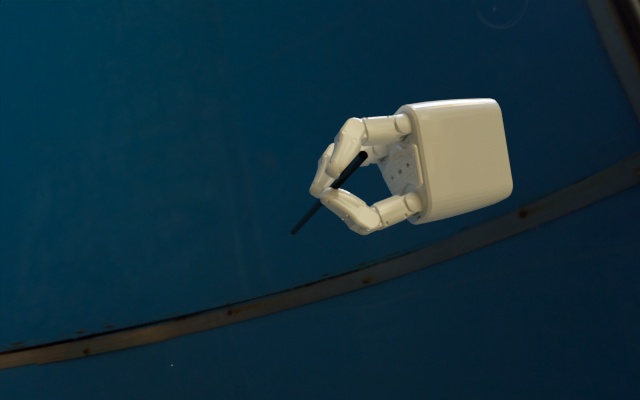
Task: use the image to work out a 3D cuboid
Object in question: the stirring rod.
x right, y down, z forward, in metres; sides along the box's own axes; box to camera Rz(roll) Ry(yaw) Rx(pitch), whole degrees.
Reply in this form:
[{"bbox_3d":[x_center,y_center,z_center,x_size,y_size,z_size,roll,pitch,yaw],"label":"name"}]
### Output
[{"bbox_3d":[0.000,0.002,0.488,0.011,0.011,0.240,0,-18,-17],"label":"stirring rod"}]
